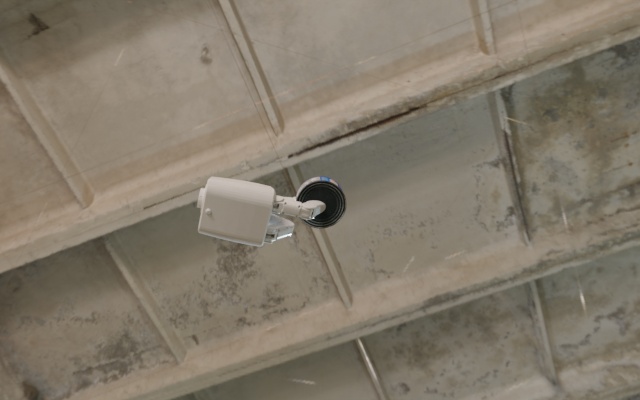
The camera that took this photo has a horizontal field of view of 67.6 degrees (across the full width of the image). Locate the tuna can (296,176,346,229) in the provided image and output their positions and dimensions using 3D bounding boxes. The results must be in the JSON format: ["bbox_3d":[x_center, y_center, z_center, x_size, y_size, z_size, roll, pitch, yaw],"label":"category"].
[{"bbox_3d":[0.000,0.003,0.820,0.086,0.086,0.033,0,18,-5],"label":"tuna can"}]
